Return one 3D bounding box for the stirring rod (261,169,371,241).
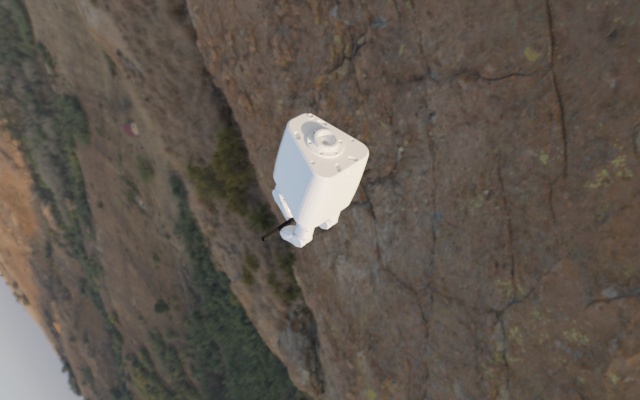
[{"bbox_3d":[0.000,0.002,0.773,0.239,0.011,0.011,-33,19,-32],"label":"stirring rod"}]
